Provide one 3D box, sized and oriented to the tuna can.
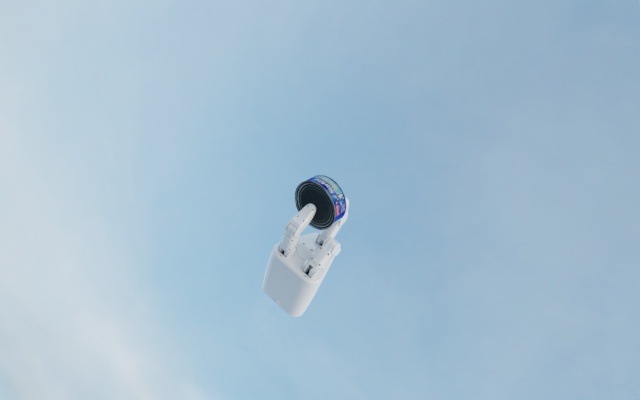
[{"bbox_3d":[0.001,0.002,0.777,0.086,0.086,0.033,0,22,44],"label":"tuna can"}]
